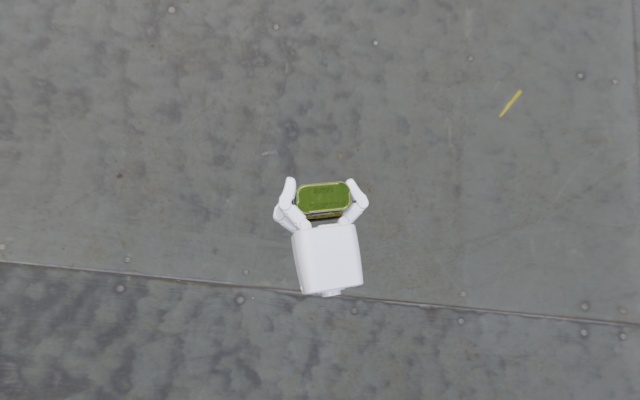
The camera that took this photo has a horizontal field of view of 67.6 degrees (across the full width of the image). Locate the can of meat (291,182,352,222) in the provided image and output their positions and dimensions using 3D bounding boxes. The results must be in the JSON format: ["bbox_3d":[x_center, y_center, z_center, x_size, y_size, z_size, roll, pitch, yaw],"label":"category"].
[{"bbox_3d":[0.000,0.003,0.850,0.102,0.057,0.084,-6,-10,-9],"label":"can of meat"}]
